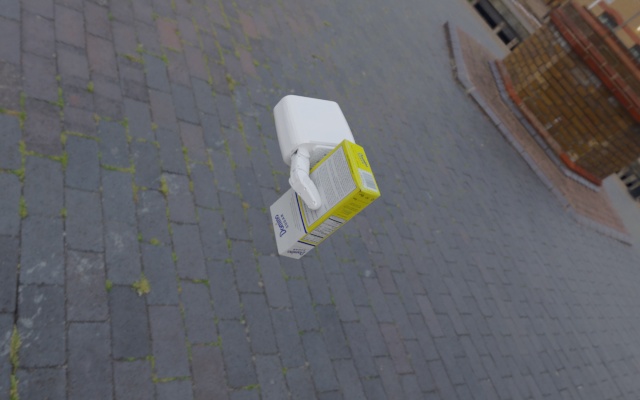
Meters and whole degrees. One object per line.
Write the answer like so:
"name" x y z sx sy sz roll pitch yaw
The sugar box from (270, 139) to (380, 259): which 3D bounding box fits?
"sugar box" 0.001 0.002 0.698 0.048 0.093 0.176 18 -46 -38
